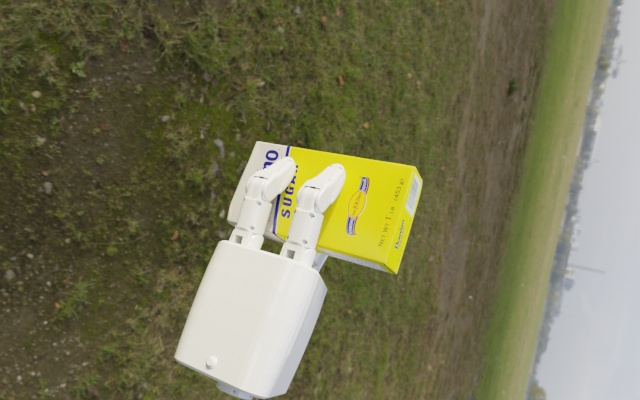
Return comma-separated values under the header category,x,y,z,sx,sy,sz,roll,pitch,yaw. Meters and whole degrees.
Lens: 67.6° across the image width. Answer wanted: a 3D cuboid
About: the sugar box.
category,x,y,z,sx,sy,sz,roll,pitch,yaw
sugar box,0.000,0.001,0.458,0.176,0.093,0.048,12,-15,27
